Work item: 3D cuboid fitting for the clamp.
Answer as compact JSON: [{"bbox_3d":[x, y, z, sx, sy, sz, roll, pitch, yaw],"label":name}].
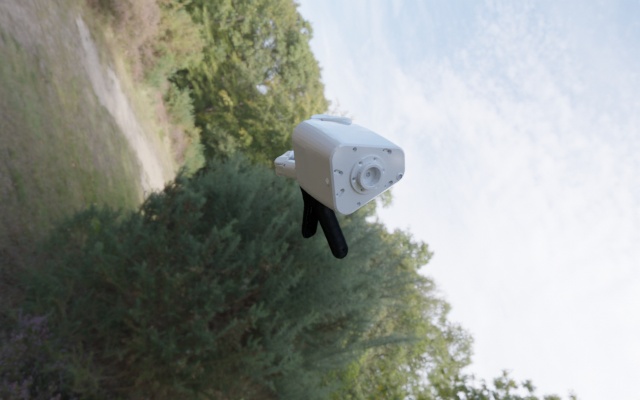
[{"bbox_3d":[0.001,0.002,0.705,0.039,0.171,0.120,-23,31,-28],"label":"clamp"}]
